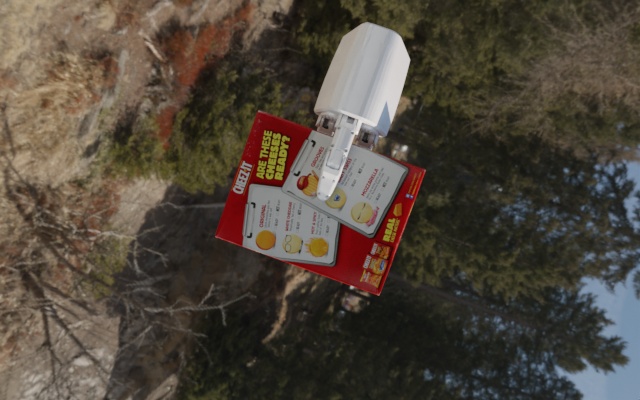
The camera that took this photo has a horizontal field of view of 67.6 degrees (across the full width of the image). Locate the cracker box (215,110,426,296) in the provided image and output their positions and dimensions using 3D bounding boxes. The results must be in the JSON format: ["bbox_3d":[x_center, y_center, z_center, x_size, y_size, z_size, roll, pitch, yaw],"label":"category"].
[{"bbox_3d":[0.000,0.002,0.600,0.213,0.164,0.072,20,2,1],"label":"cracker box"}]
